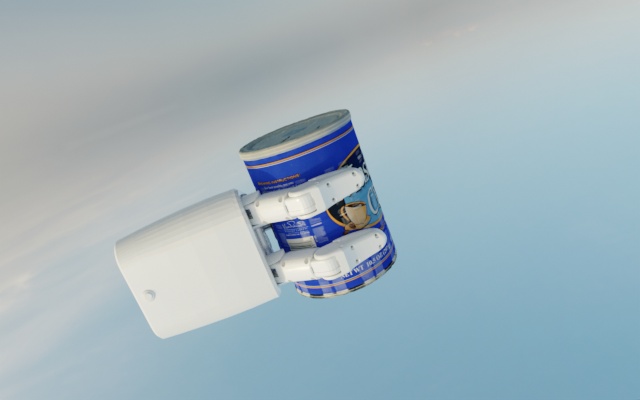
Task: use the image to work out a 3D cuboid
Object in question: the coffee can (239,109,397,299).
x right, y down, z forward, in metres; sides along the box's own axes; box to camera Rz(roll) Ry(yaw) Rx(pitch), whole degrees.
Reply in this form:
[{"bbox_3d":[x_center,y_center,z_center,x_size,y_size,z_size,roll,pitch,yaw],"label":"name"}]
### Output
[{"bbox_3d":[0.000,0.001,0.434,0.103,0.140,0.102,-19,17,6],"label":"coffee can"}]
